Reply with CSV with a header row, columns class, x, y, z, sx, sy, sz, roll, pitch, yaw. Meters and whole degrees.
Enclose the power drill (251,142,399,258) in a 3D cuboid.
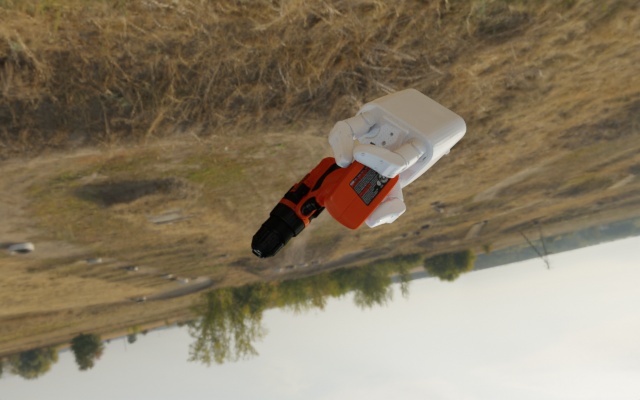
class,x,y,z,sx,sy,sz,roll,pitch,yaw
power drill,0.001,0.002,0.614,0.057,0.184,0.187,47,-24,-17
